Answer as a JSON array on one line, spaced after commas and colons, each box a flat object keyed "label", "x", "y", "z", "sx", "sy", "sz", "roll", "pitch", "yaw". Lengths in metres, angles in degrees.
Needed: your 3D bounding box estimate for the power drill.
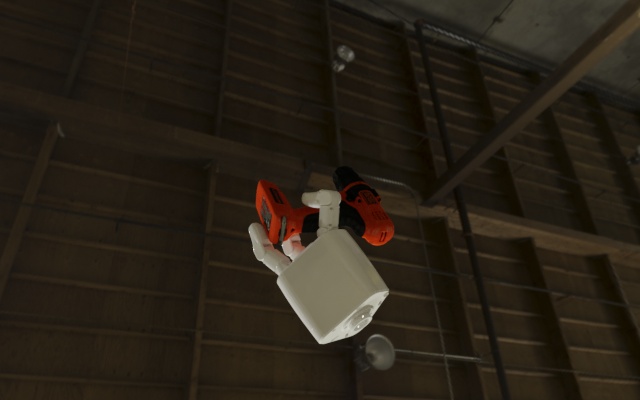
[{"label": "power drill", "x": 0.000, "y": 0.003, "z": 0.736, "sx": 0.187, "sy": 0.057, "sz": 0.184, "roll": -3, "pitch": 34, "yaw": -20}]
